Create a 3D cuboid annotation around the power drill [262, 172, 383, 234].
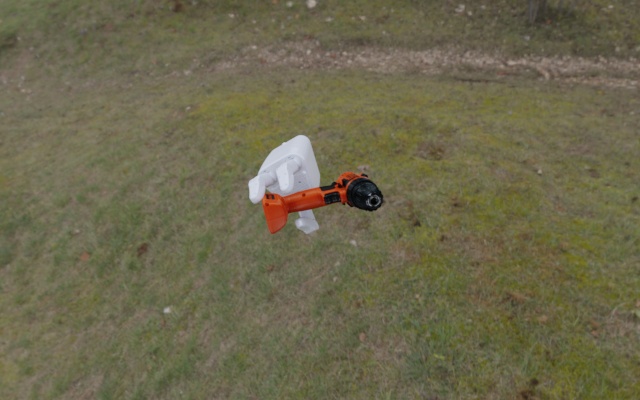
[{"bbox_3d":[0.000,0.003,0.790,0.187,0.057,0.184,-13,10,-6],"label":"power drill"}]
